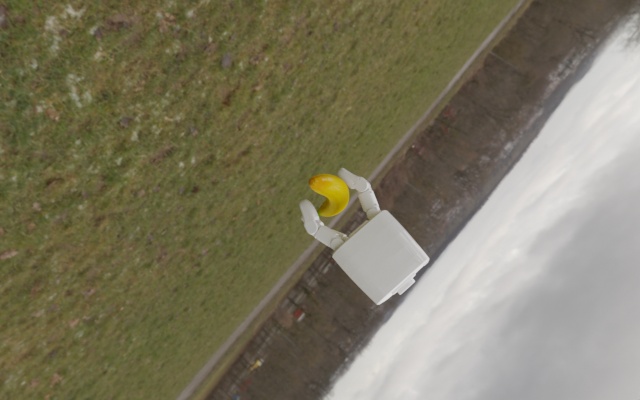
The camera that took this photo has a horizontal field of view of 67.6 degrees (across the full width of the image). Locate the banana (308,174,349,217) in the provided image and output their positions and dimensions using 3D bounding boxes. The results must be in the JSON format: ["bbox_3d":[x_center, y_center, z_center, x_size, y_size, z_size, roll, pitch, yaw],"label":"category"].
[{"bbox_3d":[0.016,-0.005,0.791,0.069,0.037,0.198,-29,-17,-10],"label":"banana"}]
